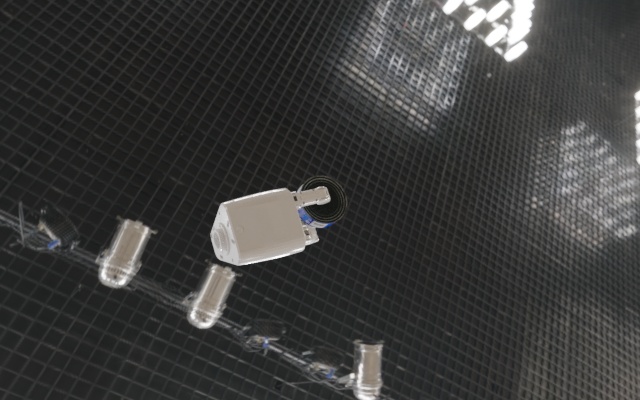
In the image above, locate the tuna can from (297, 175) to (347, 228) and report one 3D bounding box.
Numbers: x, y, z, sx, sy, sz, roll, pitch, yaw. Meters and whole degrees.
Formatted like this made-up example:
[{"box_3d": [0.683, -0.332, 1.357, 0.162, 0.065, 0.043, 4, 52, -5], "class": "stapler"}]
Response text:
[{"box_3d": [0.000, 0.003, 0.809, 0.086, 0.086, 0.034, 0, -19, -24], "class": "tuna can"}]
